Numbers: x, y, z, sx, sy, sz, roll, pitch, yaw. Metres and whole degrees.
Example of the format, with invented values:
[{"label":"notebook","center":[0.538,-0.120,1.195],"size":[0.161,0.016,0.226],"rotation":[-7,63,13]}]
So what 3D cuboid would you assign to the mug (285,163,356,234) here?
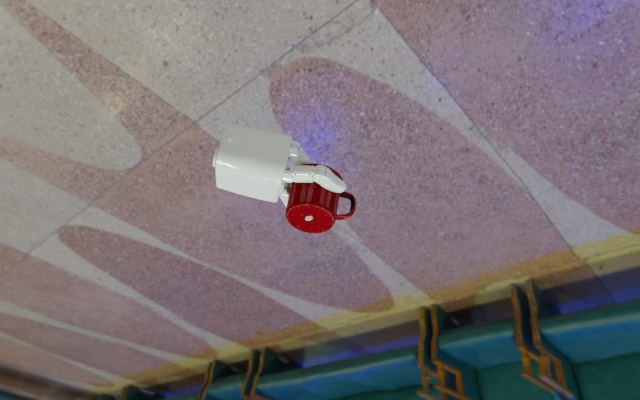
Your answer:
[{"label":"mug","center":[0.001,0.003,0.783],"size":[0.117,0.081,0.093],"rotation":[12,-38,-3]}]
